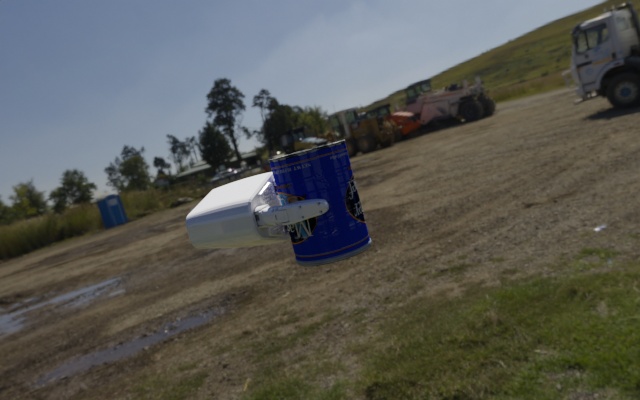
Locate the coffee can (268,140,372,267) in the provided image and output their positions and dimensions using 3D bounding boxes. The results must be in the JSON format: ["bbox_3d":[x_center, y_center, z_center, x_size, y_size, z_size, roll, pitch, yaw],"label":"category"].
[{"bbox_3d":[0.000,0.002,0.620,0.103,0.140,0.103,-15,7,2],"label":"coffee can"}]
